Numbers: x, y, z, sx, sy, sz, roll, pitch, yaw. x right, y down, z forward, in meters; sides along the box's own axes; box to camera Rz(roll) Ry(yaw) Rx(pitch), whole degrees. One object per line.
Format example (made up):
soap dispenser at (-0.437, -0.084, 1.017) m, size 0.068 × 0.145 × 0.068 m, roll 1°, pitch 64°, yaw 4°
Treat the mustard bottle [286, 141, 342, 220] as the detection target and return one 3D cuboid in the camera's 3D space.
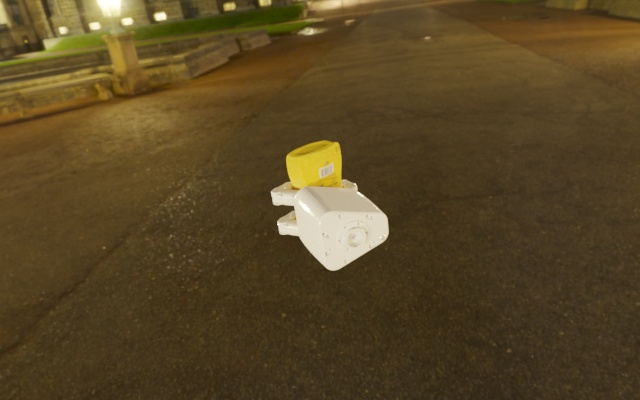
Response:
mustard bottle at (0.000, 0.002, 0.803) m, size 0.058 × 0.192 × 0.096 m, roll 14°, pitch 31°, yaw 43°
